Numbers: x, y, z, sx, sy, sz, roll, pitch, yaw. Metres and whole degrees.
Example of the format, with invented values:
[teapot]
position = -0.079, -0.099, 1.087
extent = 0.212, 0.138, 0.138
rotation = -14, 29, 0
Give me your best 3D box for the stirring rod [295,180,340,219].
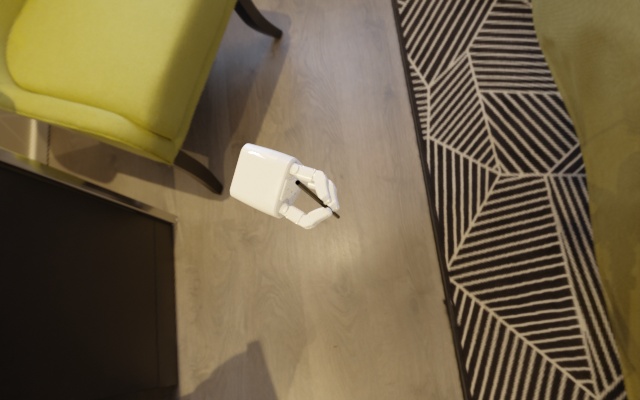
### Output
[stirring rod]
position = 0.000, 0.003, 0.819
extent = 0.011, 0.011, 0.239
rotation = 0, -14, 17
